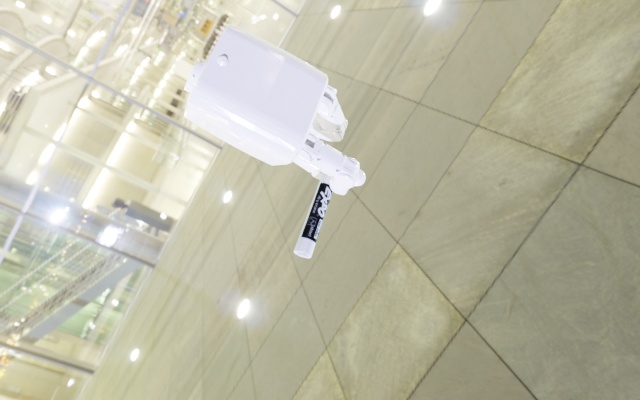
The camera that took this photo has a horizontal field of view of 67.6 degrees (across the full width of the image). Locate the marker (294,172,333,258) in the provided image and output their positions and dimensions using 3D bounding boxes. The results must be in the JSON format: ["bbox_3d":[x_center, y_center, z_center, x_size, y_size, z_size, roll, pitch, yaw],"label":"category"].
[{"bbox_3d":[0.000,0.002,0.502,0.020,0.121,0.020,17,-21,7],"label":"marker"}]
